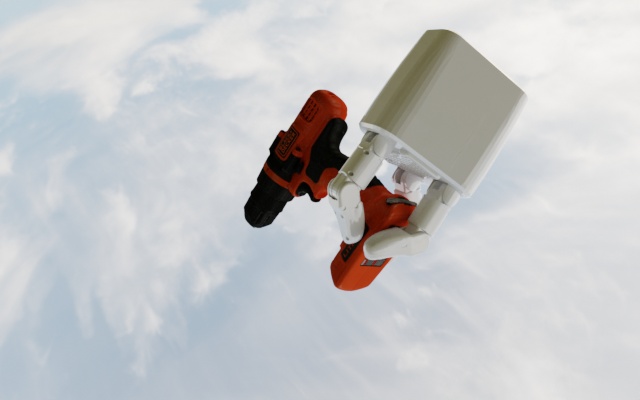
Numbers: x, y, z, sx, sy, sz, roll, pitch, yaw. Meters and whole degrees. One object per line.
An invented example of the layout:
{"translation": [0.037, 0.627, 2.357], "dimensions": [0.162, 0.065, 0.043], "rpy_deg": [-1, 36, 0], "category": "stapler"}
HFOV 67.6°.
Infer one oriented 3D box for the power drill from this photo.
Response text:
{"translation": [0.000, 0.002, 0.500], "dimensions": [0.057, 0.184, 0.187], "rpy_deg": [6, 36, -47], "category": "power drill"}
